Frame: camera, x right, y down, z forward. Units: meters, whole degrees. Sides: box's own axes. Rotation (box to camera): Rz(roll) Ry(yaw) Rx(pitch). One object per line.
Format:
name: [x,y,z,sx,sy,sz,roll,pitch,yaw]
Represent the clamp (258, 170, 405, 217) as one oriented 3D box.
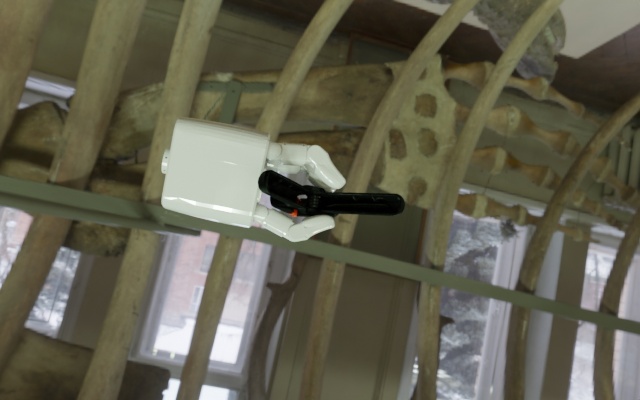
clamp: [0.000,0.003,0.595,0.164,0.036,0.210,10,-8,-9]
